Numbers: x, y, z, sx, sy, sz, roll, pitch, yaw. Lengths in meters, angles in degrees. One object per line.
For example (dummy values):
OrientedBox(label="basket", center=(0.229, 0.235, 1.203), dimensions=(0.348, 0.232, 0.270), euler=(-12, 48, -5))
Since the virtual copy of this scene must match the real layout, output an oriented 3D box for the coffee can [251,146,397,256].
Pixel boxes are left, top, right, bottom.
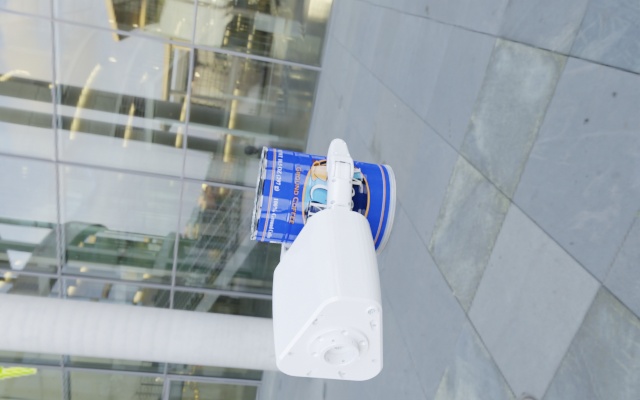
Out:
OrientedBox(label="coffee can", center=(0.000, 0.002, 0.525), dimensions=(0.140, 0.103, 0.103), euler=(8, -1, -10))
